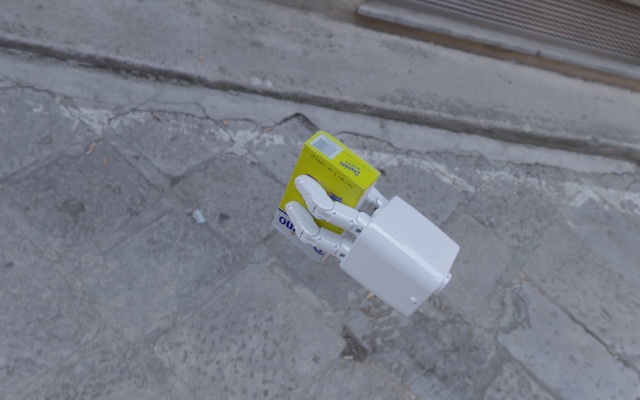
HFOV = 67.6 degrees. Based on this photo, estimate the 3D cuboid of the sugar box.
[{"bbox_3d":[0.000,0.002,0.622,0.093,0.176,0.048,39,48,11],"label":"sugar box"}]
